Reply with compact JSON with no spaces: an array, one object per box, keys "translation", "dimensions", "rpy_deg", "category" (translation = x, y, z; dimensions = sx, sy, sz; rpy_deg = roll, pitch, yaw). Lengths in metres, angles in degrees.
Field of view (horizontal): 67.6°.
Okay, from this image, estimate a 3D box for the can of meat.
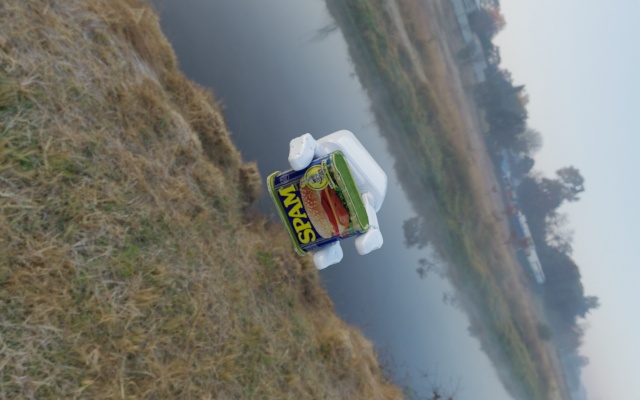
[{"translation":[0.000,0.002,0.548],"dimensions":[0.084,0.102,0.057],"rpy_deg":[-20,8,19],"category":"can of meat"}]
